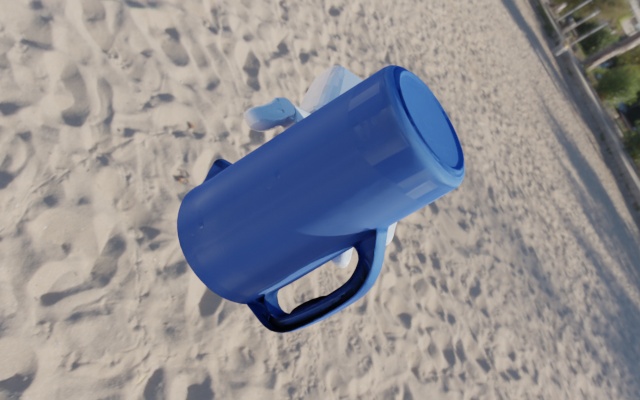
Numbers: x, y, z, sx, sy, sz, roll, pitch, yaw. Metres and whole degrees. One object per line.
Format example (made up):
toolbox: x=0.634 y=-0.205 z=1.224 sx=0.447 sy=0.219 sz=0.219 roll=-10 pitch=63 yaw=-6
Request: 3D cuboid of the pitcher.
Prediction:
pitcher: x=0.000 y=0.001 z=0.421 sx=0.243 sy=0.149 sz=0.145 roll=-30 pitch=26 yaw=32
